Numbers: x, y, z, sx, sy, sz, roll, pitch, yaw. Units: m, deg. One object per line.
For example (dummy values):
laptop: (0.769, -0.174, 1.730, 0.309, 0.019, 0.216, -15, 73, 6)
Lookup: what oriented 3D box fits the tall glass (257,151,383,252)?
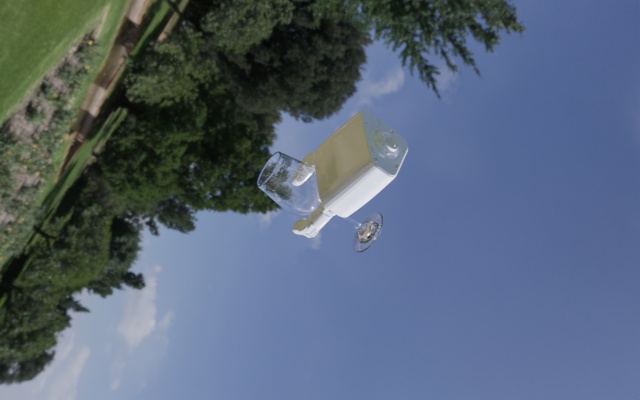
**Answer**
tall glass: (0.001, 0.003, 0.746, 0.201, 0.079, 0.079, 32, -13, -22)
